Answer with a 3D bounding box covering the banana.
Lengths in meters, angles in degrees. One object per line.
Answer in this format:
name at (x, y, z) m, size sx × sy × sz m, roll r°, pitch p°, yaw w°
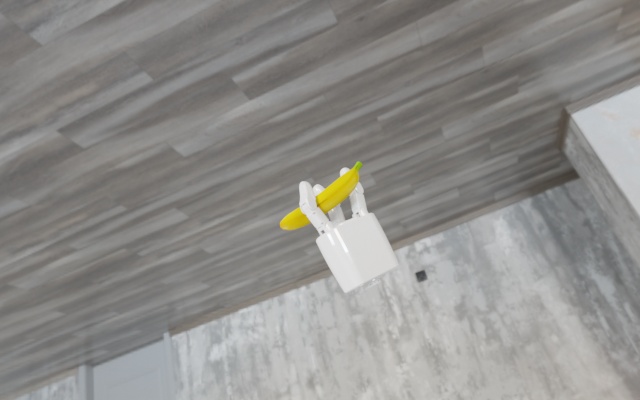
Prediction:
banana at (0.000, 0.006, 0.858) m, size 0.198 × 0.037 × 0.069 m, roll -36°, pitch 6°, yaw 17°
